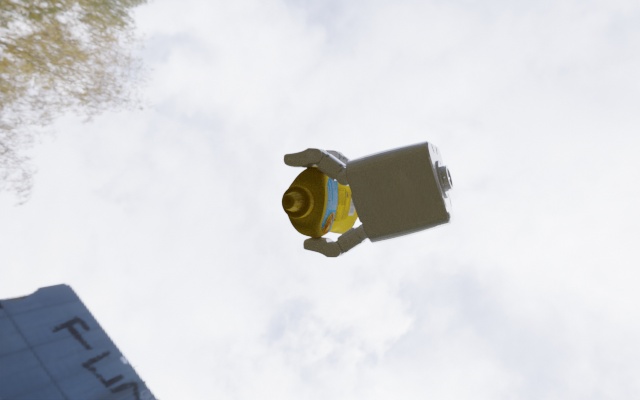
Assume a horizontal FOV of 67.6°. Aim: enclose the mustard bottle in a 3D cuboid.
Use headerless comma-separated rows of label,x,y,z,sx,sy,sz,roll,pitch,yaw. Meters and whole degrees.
mustard bottle,0.000,0.002,0.660,0.058,0.096,0.191,11,4,23
